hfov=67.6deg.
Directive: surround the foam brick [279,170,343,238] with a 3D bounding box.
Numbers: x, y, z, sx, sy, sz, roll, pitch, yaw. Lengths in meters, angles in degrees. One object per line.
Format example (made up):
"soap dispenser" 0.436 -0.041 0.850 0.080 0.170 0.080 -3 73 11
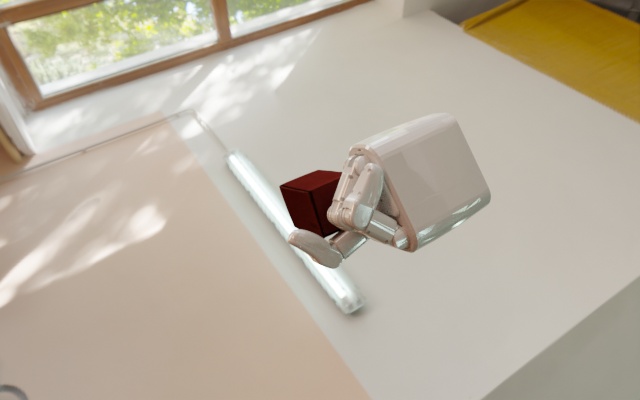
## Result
"foam brick" 0.000 0.002 0.507 0.051 0.053 0.078 -25 17 -22
